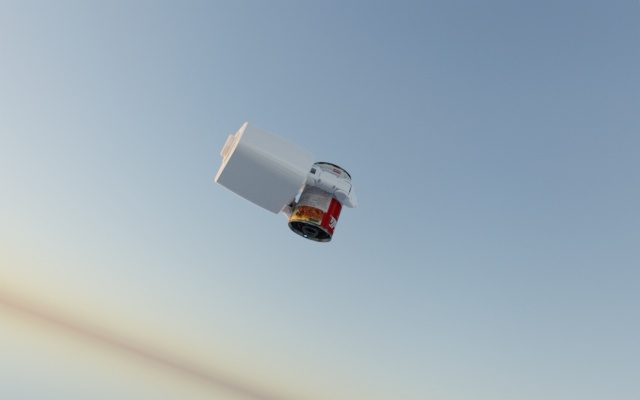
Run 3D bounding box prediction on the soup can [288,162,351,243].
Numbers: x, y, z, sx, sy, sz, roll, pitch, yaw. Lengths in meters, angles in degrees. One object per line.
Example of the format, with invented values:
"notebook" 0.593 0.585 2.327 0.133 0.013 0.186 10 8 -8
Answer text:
"soup can" 0.001 0.002 0.712 0.068 0.102 0.068 17 -23 8
